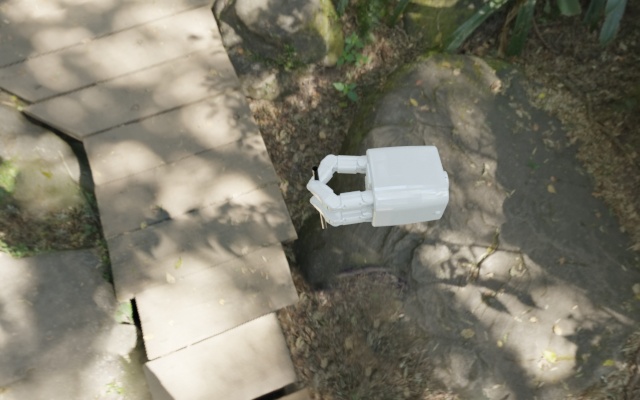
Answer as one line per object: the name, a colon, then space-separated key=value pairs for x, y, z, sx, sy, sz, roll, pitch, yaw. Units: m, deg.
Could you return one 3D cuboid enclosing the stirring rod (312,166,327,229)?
stirring rod: x=0.000 y=0.003 z=0.774 sx=0.011 sy=0.011 sz=0.240 roll=0 pitch=-23 yaw=4
